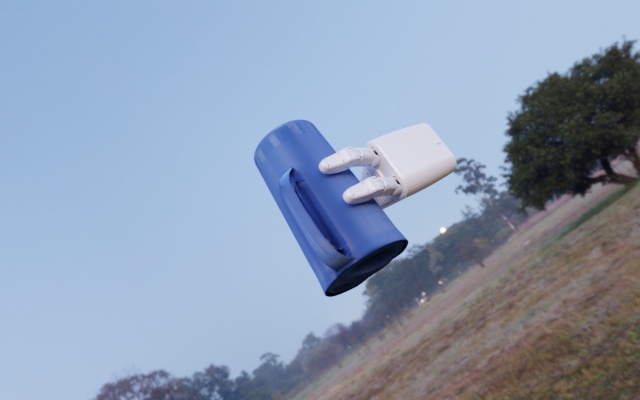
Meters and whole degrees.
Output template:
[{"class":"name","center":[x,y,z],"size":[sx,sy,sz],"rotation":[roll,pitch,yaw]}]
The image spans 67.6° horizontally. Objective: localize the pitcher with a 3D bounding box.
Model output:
[{"class":"pitcher","center":[0.000,0.002,0.672],"size":[0.145,0.242,0.149],"rotation":[-24,-24,-24]}]
